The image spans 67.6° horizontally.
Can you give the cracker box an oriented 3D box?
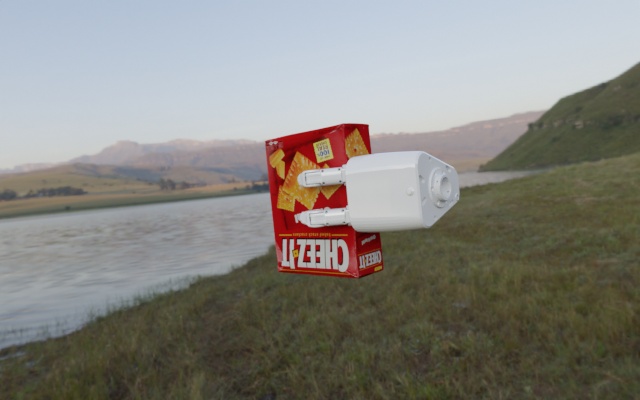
[{"bbox_3d":[0.000,0.002,0.715,0.164,0.213,0.072,-3,3,42],"label":"cracker box"}]
